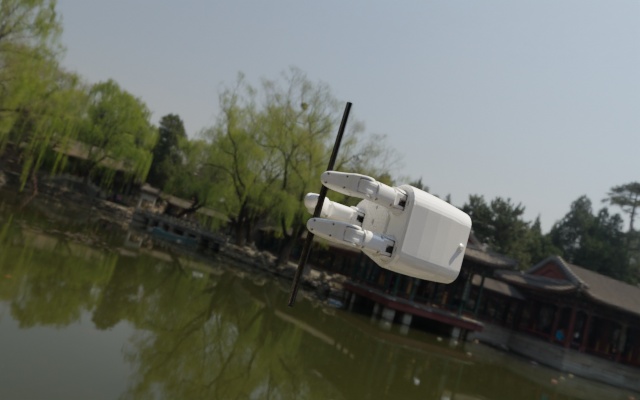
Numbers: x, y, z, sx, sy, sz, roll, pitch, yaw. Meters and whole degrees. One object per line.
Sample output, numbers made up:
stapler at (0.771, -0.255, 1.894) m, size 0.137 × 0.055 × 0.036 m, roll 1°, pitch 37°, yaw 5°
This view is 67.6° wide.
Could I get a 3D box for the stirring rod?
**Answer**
stirring rod at (0.000, 0.002, 0.540) m, size 0.011 × 0.239 × 0.011 m, roll 16°, pitch -7°, yaw 2°
